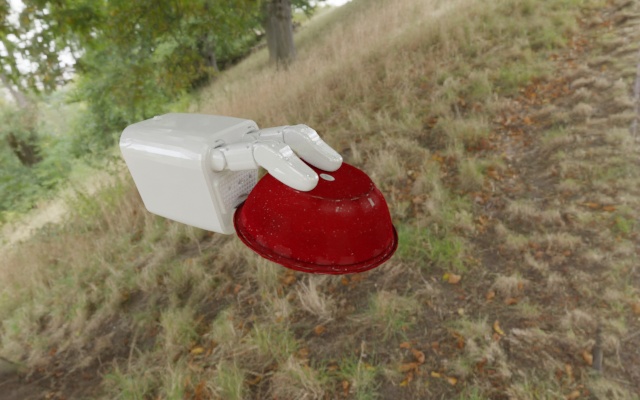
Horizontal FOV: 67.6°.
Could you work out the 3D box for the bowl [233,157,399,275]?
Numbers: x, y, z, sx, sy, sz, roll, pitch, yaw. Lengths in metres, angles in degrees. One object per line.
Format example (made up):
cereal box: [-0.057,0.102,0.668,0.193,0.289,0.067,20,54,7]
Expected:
bowl: [0.001,0.001,0.454,0.162,0.055,0.162,8,27,-4]
